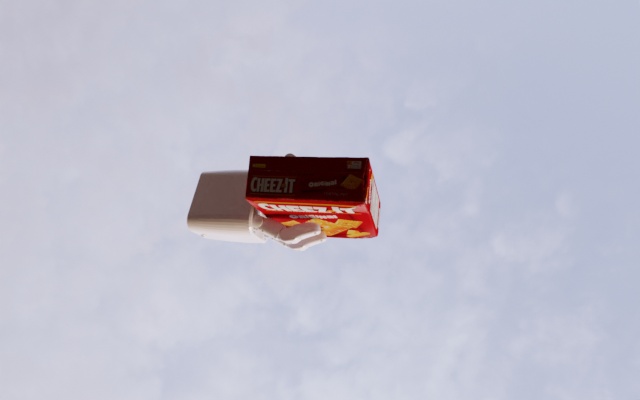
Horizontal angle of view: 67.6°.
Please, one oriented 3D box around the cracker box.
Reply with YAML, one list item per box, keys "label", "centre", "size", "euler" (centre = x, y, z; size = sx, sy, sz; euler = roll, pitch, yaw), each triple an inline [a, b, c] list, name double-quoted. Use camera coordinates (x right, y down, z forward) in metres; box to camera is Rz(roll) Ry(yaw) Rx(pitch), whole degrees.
- label: "cracker box"
  centre: [0.000, 0.002, 0.716]
  size: [0.164, 0.072, 0.214]
  euler: [2, -15, 12]
